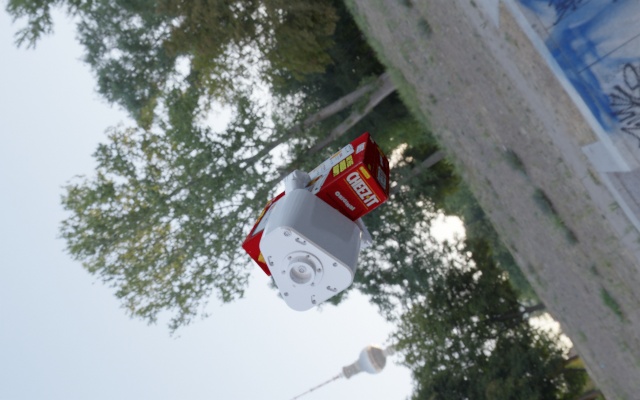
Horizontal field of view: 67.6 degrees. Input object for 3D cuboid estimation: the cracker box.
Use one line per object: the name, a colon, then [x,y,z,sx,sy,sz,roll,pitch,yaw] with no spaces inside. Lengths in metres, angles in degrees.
cracker box: [0.000,0.002,0.713,0.214,0.072,0.164,-34,14,19]
